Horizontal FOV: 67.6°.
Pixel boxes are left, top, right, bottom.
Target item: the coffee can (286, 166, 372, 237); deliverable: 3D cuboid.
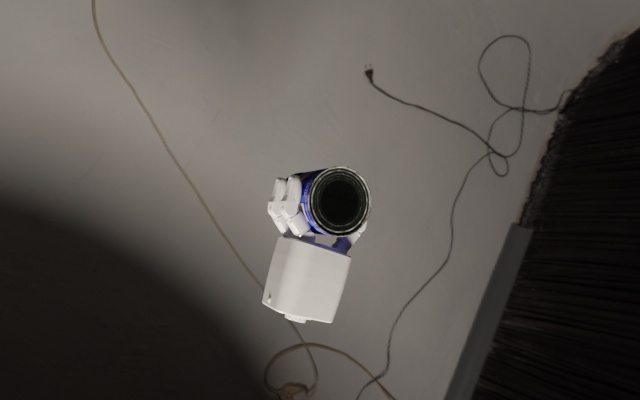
[{"bbox_3d":[0.000,0.002,0.746,0.103,0.103,0.140,0,-1,-25],"label":"coffee can"}]
